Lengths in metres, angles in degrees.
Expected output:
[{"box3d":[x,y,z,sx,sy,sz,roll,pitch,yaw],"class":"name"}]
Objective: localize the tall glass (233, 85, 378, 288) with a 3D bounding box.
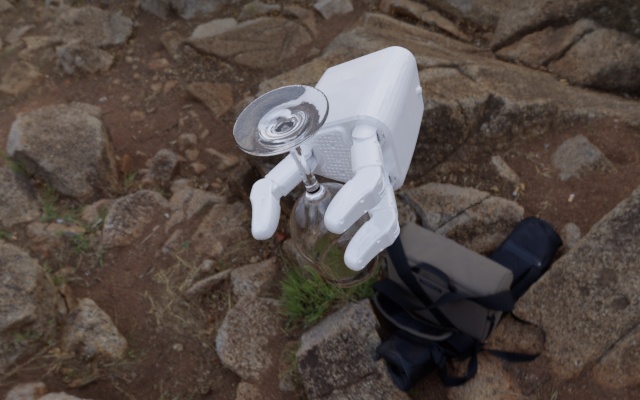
[{"box3d":[0.000,0.001,0.419,0.079,0.079,0.201,0,-39,22],"class":"tall glass"}]
